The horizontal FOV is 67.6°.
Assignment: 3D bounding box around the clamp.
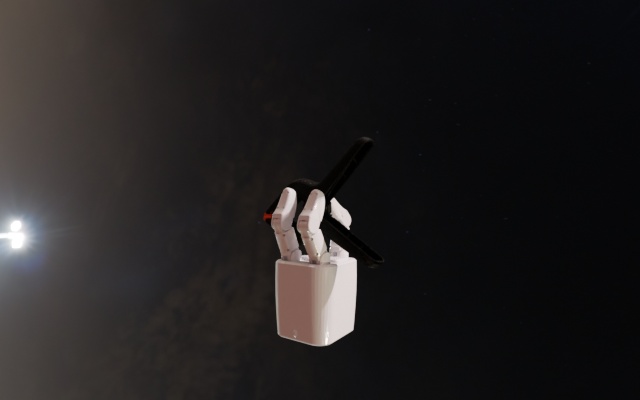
[{"bbox_3d":[0.000,0.002,0.658,0.210,0.164,0.036,0,-3,43],"label":"clamp"}]
